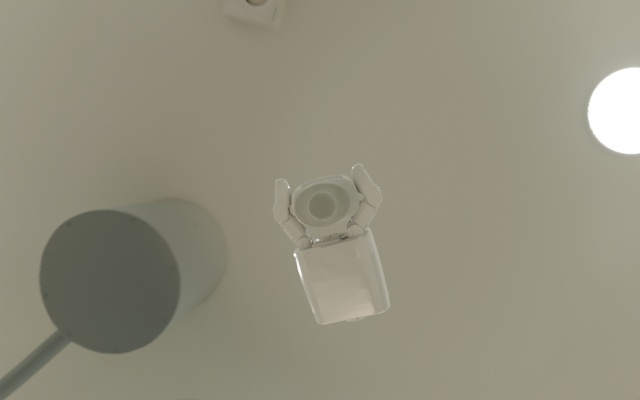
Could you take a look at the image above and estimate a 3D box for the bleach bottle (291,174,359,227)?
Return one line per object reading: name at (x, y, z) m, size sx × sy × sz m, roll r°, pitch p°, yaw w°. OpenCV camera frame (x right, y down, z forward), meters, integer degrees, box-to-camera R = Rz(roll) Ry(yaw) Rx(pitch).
bleach bottle at (0.000, 0.002, 0.636) m, size 0.102 × 0.068 × 0.251 m, roll -15°, pitch 2°, yaw 4°
